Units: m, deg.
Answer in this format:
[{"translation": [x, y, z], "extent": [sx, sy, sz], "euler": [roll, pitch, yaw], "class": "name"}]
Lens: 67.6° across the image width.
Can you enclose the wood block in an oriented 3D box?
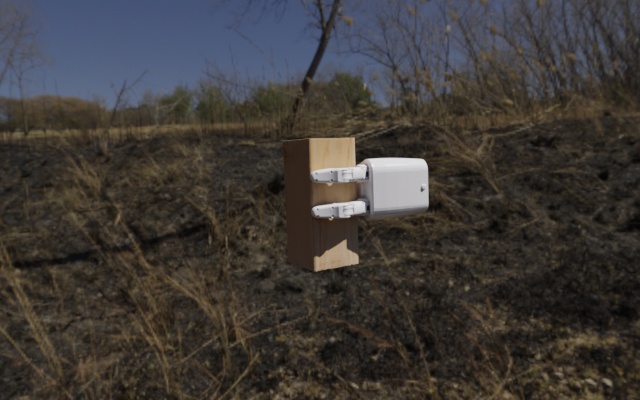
[{"translation": [0.000, 0.002, 0.790], "extent": [0.090, 0.206, 0.091], "euler": [-6, 7, -31], "class": "wood block"}]
